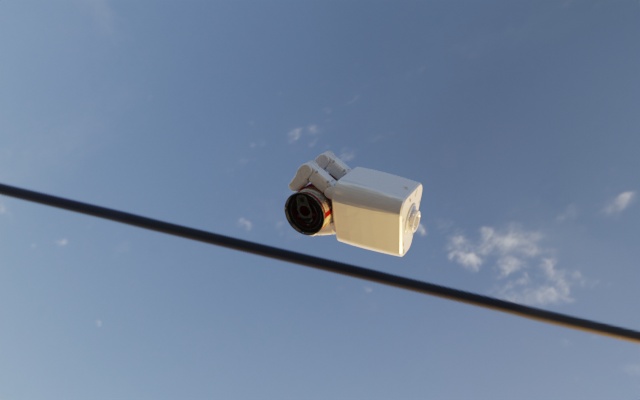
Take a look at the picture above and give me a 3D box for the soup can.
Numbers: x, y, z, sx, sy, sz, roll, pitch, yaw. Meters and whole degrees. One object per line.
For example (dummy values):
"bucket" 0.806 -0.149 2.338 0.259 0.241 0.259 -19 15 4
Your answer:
"soup can" 0.000 0.002 0.739 0.068 0.068 0.102 0 21 31
